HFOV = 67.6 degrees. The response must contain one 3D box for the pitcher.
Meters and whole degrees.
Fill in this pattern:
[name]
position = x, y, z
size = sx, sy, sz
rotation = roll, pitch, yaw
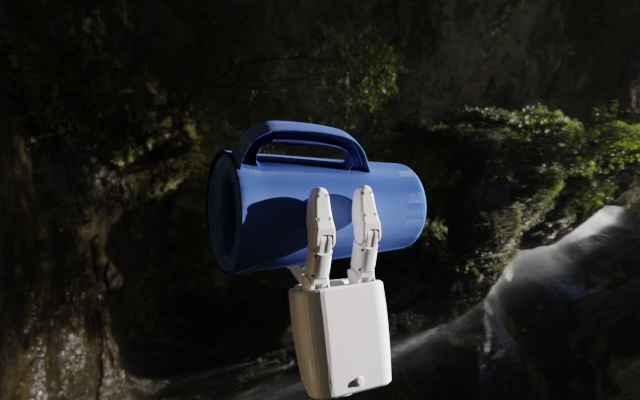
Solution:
[pitcher]
position = 0.000, 0.002, 0.546
size = 0.243, 0.145, 0.149
rotation = -2, -10, -27
